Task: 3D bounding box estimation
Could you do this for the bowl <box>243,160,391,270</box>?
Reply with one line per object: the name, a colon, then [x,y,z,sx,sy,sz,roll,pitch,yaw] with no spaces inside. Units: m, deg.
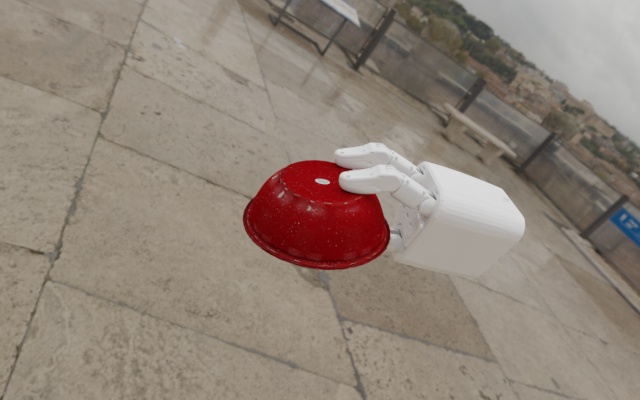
bowl: [-0.001,0.001,0.505,0.162,0.055,0.162,6,31,-4]
